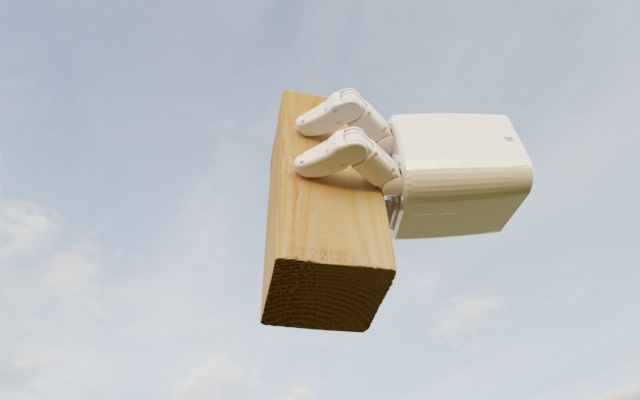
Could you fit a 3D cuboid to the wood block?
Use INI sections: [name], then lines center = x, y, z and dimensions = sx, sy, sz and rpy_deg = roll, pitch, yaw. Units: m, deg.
[wood block]
center = 0.000, 0.002, 0.428
dimensions = 0.090, 0.206, 0.091
rpy_deg = 7, -46, -9
